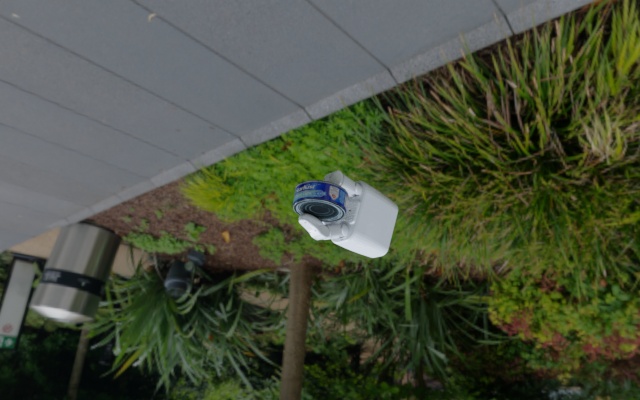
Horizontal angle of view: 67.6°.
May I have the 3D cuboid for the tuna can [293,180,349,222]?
[{"bbox_3d":[0.000,0.003,0.753,0.086,0.033,0.086,7,-25,3],"label":"tuna can"}]
